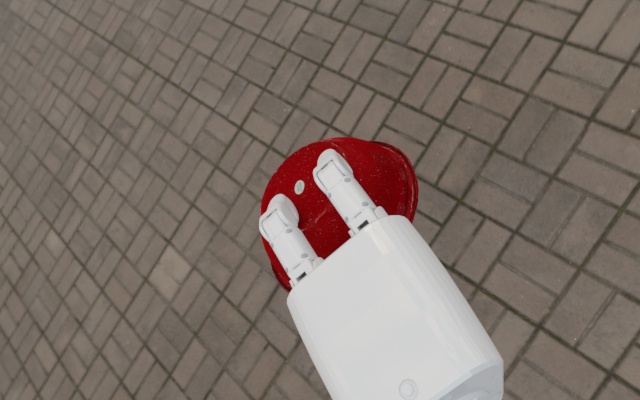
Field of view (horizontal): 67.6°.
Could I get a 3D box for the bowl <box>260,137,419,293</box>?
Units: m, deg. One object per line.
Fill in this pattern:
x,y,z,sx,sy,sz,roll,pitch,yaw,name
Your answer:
-0.001,0.001,0.415,0.162,0.162,0.055,0,-29,44,bowl
